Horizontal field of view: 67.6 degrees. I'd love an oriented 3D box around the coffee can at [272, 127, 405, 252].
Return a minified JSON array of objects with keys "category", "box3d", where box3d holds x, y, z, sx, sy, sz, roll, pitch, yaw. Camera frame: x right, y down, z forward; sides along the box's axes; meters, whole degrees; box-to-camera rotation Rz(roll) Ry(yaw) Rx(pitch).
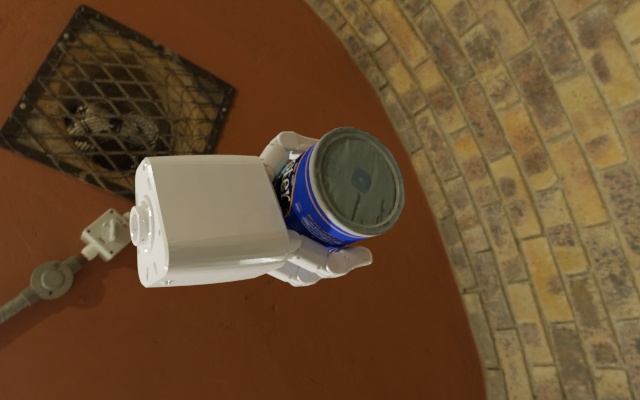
[{"category":"coffee can","box3d":[0.000,0.001,0.480,0.103,0.102,0.140,0,-17,-34]}]
